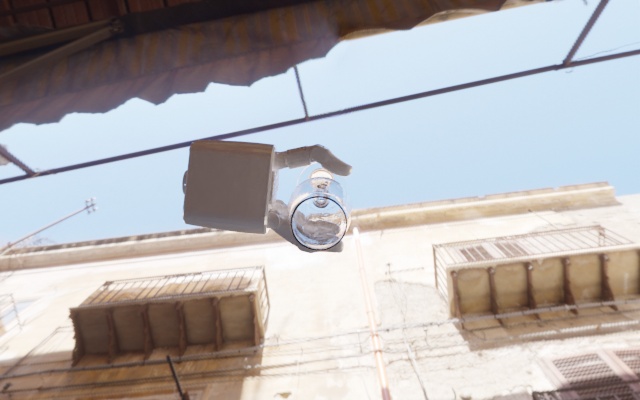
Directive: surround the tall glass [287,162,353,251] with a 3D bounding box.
[{"bbox_3d":[0.000,0.002,0.608,0.079,0.079,0.201,0,14,1],"label":"tall glass"}]
